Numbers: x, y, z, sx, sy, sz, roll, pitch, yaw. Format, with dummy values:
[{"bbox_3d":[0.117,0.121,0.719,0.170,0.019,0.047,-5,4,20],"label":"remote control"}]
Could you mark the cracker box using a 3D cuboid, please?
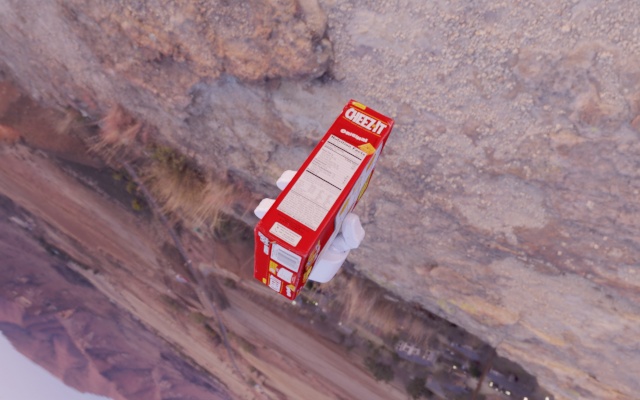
[{"bbox_3d":[0.000,0.002,0.603,0.072,0.213,0.164,30,-28,8],"label":"cracker box"}]
